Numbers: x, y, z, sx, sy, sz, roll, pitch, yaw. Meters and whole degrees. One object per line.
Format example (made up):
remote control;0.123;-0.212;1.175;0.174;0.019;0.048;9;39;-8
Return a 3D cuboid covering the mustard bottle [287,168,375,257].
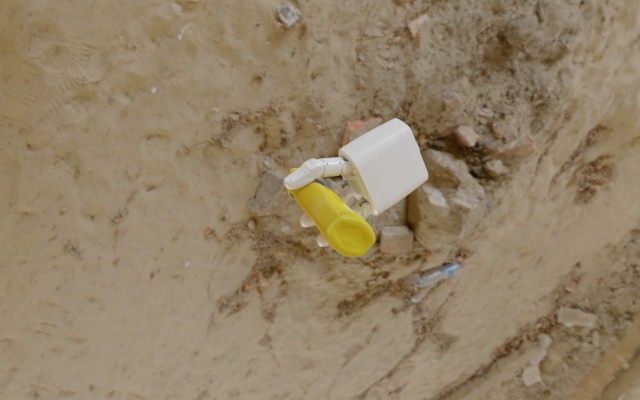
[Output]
mustard bottle;0.000;0.003;0.719;0.096;0.058;0.191;33;10;-43
